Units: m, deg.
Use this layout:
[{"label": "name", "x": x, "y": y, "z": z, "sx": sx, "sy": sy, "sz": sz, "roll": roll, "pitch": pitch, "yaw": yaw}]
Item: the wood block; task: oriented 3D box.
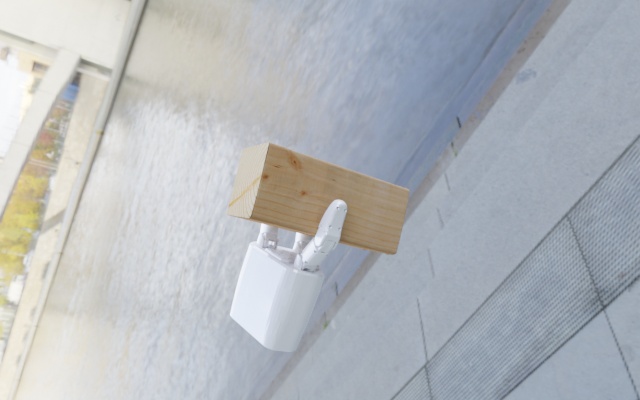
[{"label": "wood block", "x": 0.000, "y": 0.002, "z": 0.611, "sx": 0.206, "sy": 0.090, "sz": 0.091, "roll": 16, "pitch": -6, "yaw": -28}]
